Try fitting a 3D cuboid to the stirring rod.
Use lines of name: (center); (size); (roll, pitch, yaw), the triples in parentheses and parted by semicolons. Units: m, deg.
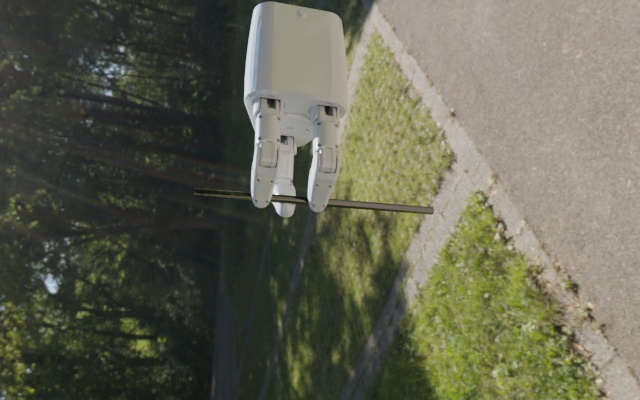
stirring rod: (0.000, 0.002, 0.469); (0.239, 0.011, 0.011); (5, -1, -14)
